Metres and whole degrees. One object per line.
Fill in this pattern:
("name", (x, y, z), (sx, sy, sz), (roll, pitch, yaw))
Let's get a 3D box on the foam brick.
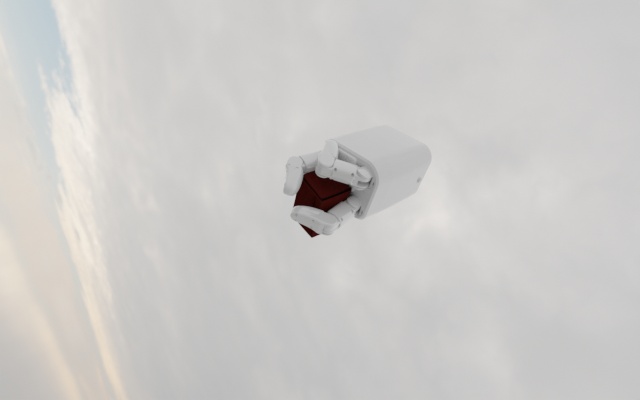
("foam brick", (0.000, 0.002, 0.650), (0.051, 0.078, 0.053), (-22, 57, -31))
